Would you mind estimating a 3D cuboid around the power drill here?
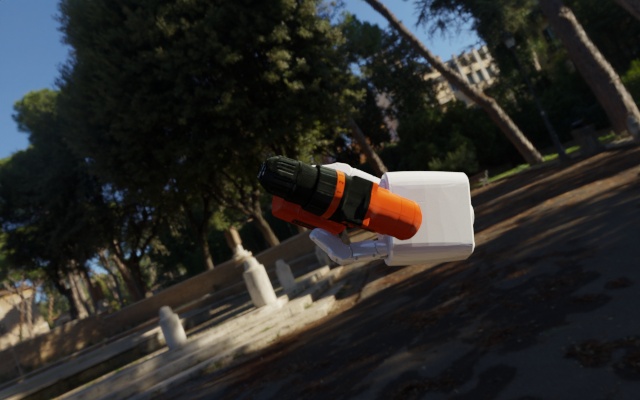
[{"bbox_3d":[0.000,0.002,0.562,0.184,0.057,0.187,21,-8,-17],"label":"power drill"}]
